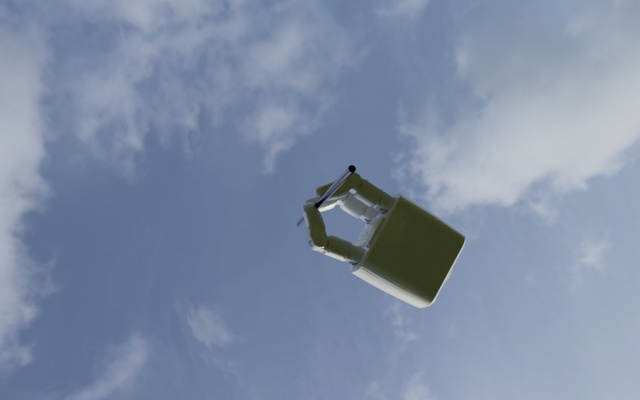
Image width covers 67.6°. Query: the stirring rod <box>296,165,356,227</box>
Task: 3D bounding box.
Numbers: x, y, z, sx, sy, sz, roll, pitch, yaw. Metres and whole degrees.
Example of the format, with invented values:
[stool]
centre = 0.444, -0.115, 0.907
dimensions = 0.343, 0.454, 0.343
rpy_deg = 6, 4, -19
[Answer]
[stirring rod]
centre = 0.000, 0.002, 0.584
dimensions = 0.011, 0.011, 0.239
rpy_deg = 0, -16, -16
